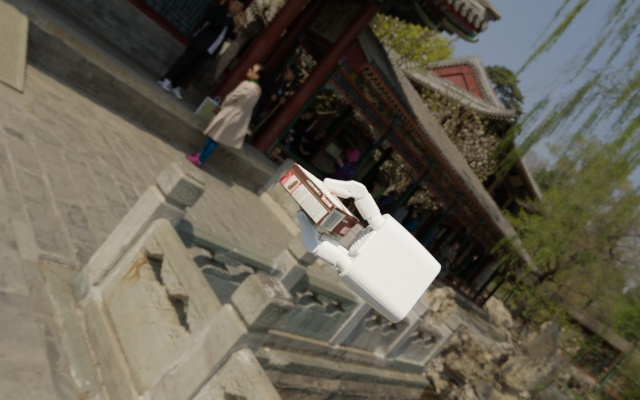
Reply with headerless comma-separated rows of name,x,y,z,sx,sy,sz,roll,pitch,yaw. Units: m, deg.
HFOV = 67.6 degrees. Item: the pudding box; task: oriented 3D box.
pudding box,0.000,0.002,0.672,0.090,0.039,0.113,47,5,22
